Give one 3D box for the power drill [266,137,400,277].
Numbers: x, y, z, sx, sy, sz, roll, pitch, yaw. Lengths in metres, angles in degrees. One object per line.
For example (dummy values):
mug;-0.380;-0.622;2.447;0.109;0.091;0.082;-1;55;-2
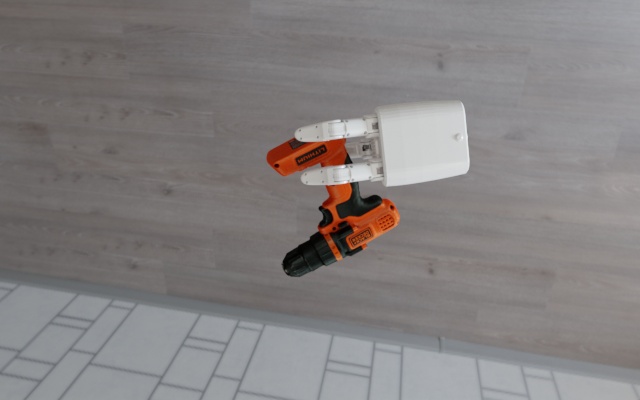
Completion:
power drill;0.000;0.002;0.657;0.184;0.188;0.057;-29;28;-4
